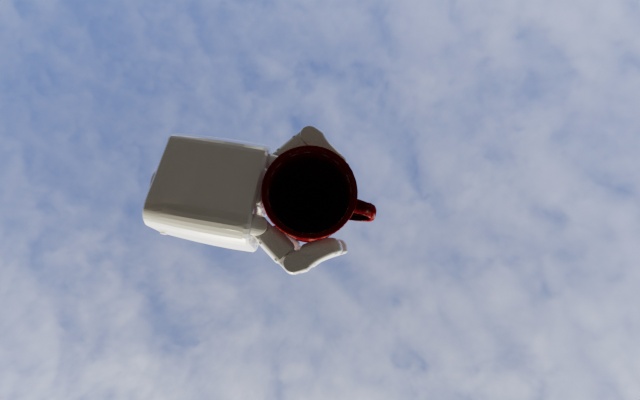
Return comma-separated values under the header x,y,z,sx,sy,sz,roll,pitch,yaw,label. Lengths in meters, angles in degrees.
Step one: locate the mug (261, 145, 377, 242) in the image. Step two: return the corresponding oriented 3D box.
x,y,z,sx,sy,sz,roll,pitch,yaw,label
0.002,0.002,0.496,0.117,0.093,0.081,11,-12,0,mug
